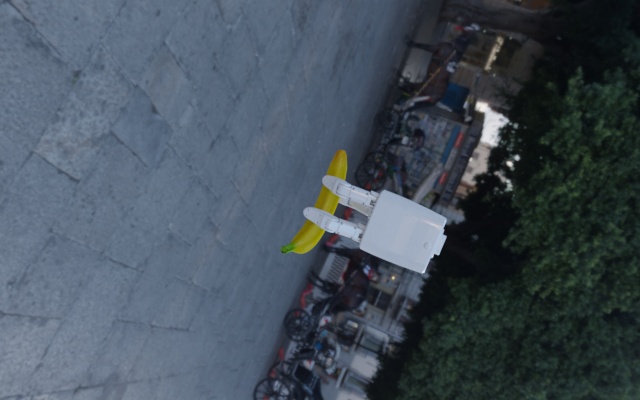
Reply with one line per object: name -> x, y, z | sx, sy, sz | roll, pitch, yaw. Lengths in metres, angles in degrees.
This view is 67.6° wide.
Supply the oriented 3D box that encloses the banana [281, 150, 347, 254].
banana -> 0.002, 0.012, 0.795 | 0.037, 0.197, 0.070 | 24, -14, 18
